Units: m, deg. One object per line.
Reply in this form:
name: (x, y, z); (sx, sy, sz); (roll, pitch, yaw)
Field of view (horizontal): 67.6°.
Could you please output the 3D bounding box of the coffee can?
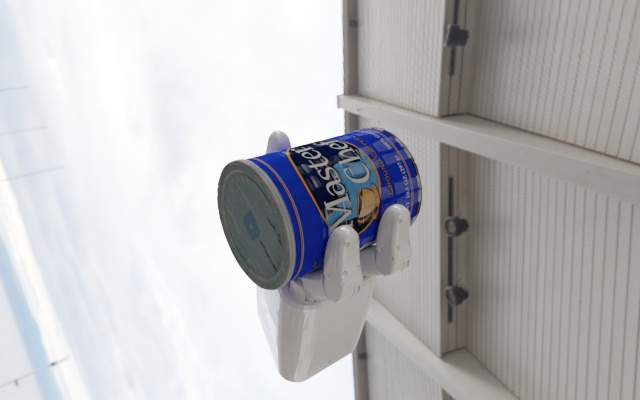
coffee can: (0.000, 0.001, 0.400); (0.140, 0.103, 0.103); (-19, 11, -35)
